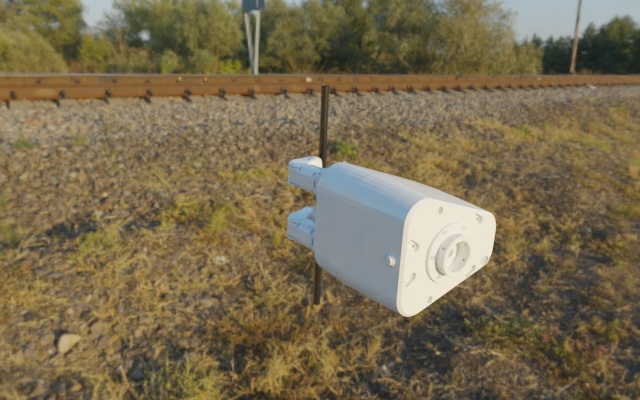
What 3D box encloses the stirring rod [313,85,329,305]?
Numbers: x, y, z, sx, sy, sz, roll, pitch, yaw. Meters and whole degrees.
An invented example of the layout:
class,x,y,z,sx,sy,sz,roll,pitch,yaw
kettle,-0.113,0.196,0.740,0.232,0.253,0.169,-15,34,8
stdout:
class,x,y,z,sx,sy,sz,roll,pitch,yaw
stirring rod,0.000,0.002,0.505,0.011,0.239,0.011,2,17,-1
